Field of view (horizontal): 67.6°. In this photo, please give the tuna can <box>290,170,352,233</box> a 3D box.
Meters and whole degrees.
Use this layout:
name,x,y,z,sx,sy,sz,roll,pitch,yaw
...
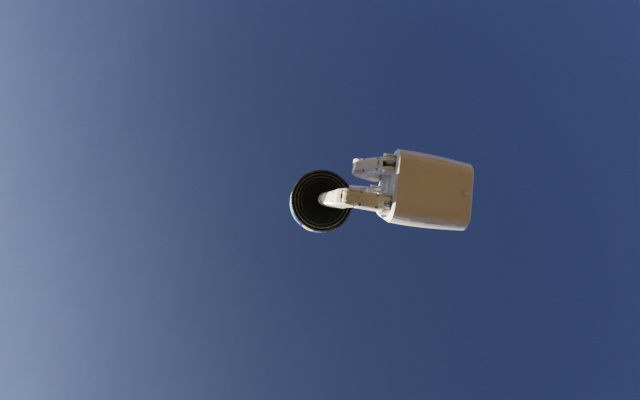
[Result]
name,x,y,z,sx,sy,sz,roll,pitch,yaw
tuna can,0.000,0.002,0.668,0.086,0.086,0.034,0,-8,-9
